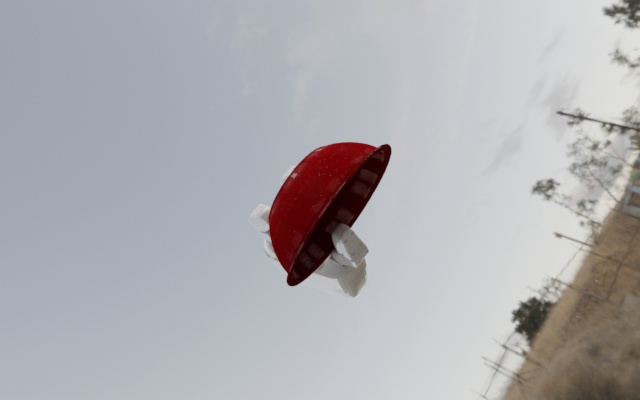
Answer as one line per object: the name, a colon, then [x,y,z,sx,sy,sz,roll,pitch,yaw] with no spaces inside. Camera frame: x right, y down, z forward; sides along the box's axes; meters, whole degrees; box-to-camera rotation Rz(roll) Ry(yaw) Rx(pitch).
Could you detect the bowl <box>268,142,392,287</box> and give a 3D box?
bowl: [0.000,0.001,0.456,0.055,0.162,0.162,36,9,13]
